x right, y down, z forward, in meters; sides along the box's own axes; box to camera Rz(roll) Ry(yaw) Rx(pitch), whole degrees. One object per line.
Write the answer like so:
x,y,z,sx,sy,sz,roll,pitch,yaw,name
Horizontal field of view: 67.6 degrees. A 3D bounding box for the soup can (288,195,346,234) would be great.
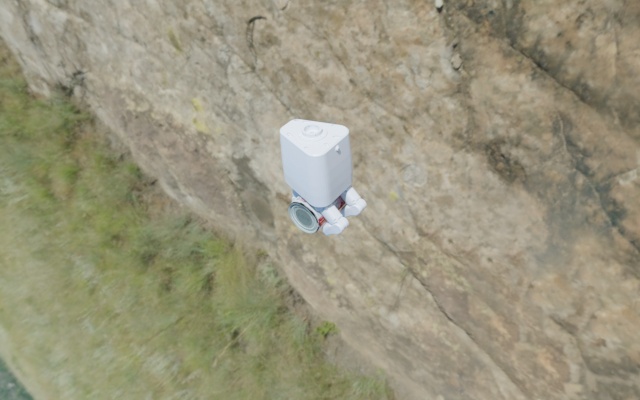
0.000,0.003,0.845,0.068,0.068,0.102,0,34,47,soup can
